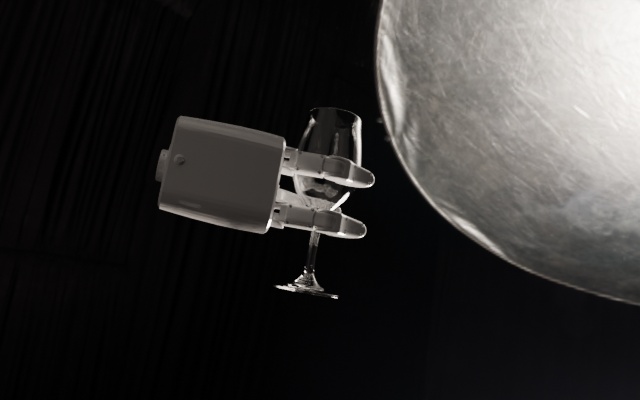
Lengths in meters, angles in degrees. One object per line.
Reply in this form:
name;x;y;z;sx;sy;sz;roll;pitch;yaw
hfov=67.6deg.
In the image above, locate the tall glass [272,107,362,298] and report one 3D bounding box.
tall glass;0.000;0.002;0.530;0.079;0.201;0.079;10;-10;2
